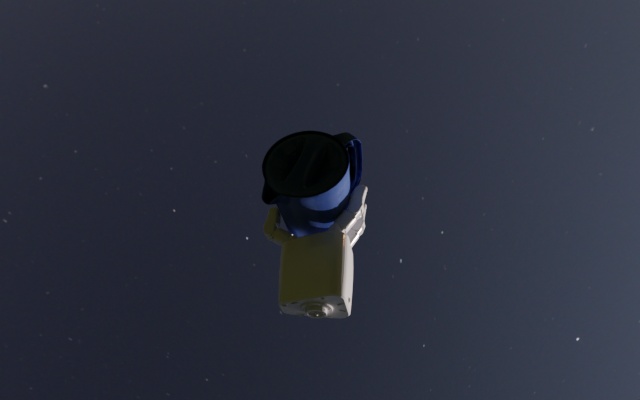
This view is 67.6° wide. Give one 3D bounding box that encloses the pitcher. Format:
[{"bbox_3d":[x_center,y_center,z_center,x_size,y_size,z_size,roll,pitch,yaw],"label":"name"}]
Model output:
[{"bbox_3d":[0.000,0.003,0.812,0.149,0.145,0.243,-2,-35,8],"label":"pitcher"}]
